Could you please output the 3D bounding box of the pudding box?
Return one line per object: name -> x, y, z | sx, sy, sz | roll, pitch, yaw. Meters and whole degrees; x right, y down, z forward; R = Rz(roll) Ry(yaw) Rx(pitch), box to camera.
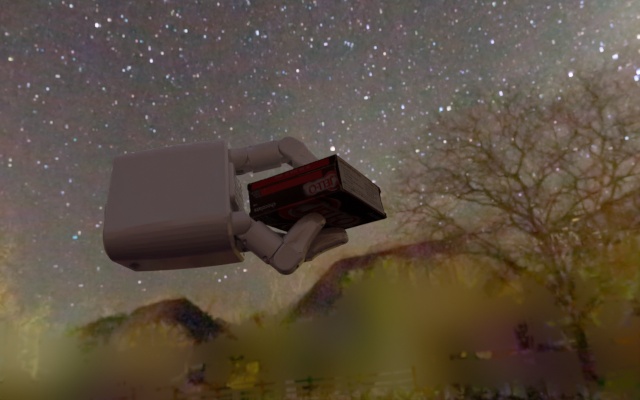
pudding box -> 0.000, 0.001, 0.444 | 0.090, 0.039, 0.113 | -16, -18, 23
